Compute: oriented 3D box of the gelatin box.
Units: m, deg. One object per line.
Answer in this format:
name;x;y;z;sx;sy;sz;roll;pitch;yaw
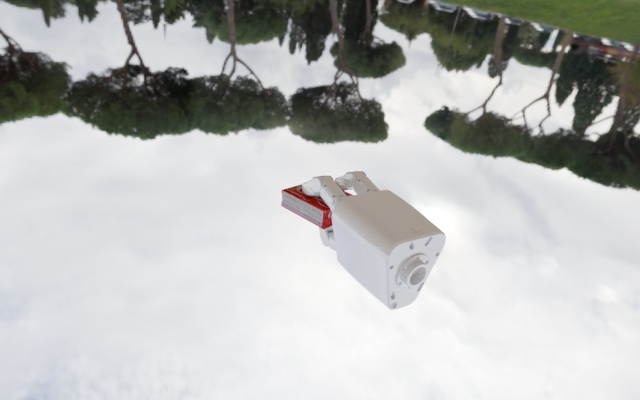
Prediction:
gelatin box;0.000;0.003;0.674;0.089;0.030;0.073;26;31;38
